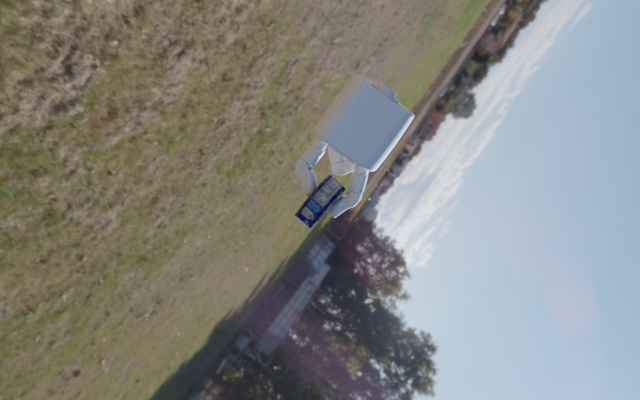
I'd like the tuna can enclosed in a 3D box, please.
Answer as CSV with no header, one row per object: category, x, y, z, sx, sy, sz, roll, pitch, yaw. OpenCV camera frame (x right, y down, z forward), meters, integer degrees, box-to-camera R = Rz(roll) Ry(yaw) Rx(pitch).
tuna can,0.001,0.003,0.751,0.034,0.086,0.086,41,3,3
